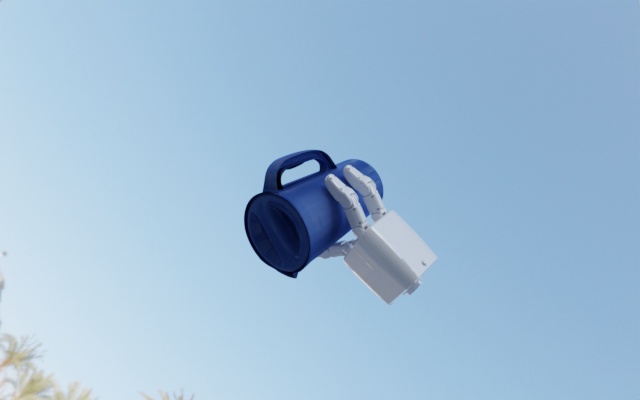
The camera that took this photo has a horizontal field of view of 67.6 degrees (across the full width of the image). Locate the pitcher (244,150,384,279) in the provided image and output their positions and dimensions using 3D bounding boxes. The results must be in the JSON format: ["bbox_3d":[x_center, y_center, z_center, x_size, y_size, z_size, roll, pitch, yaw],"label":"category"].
[{"bbox_3d":[0.000,0.003,0.790,0.242,0.145,0.149,-30,-19,-47],"label":"pitcher"}]
